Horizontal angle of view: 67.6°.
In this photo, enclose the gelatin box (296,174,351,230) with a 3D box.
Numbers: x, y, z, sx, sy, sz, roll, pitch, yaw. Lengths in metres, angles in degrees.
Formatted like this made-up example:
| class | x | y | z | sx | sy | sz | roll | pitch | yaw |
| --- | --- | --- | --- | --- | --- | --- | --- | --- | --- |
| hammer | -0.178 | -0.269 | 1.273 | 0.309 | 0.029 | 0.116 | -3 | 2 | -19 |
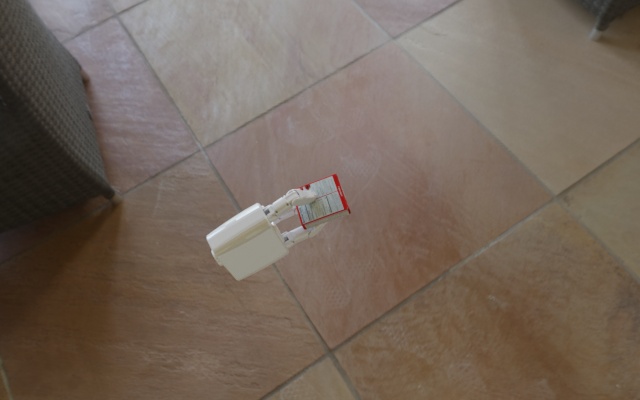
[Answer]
| class | x | y | z | sx | sy | sz | roll | pitch | yaw |
| --- | --- | --- | --- | --- | --- | --- | --- | --- | --- |
| gelatin box | 0.000 | 0.002 | 0.848 | 0.089 | 0.073 | 0.030 | -21 | -25 | 5 |
